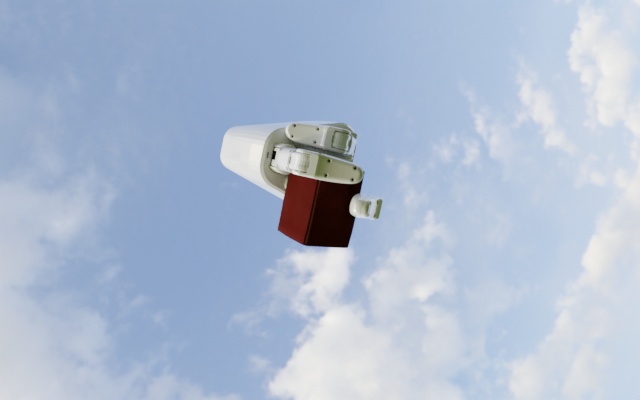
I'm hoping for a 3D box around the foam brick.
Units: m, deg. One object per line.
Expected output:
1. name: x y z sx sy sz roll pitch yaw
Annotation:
1. foam brick: 0.000 0.002 0.455 0.053 0.078 0.051 10 5 -37
